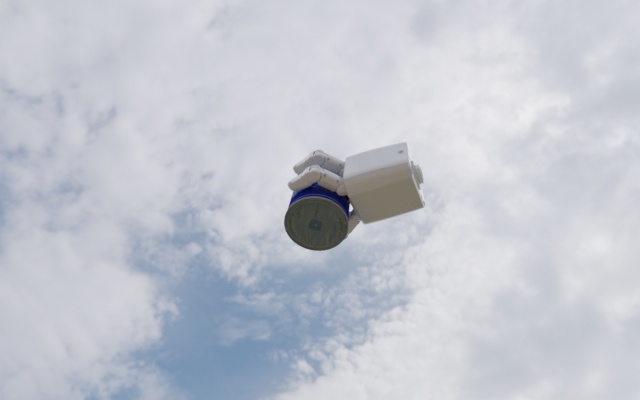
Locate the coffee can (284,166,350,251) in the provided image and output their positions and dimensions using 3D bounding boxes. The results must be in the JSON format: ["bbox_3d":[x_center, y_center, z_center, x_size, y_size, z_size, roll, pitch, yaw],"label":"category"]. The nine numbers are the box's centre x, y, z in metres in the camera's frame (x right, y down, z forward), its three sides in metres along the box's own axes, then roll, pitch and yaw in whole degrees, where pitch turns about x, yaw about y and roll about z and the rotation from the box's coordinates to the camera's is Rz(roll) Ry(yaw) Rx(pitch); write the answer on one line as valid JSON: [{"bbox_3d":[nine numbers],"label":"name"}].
[{"bbox_3d":[0.000,0.003,0.809,0.103,0.103,0.140,0,32,7],"label":"coffee can"}]
